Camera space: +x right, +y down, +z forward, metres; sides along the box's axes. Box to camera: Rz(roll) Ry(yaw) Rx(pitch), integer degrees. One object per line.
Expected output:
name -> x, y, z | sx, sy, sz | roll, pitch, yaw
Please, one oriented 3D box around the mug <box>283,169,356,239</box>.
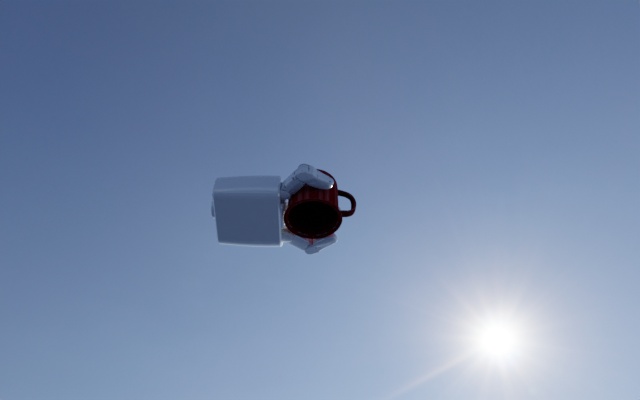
mug -> 0.002, 0.002, 0.781 | 0.117, 0.093, 0.081 | 1, 44, 0
